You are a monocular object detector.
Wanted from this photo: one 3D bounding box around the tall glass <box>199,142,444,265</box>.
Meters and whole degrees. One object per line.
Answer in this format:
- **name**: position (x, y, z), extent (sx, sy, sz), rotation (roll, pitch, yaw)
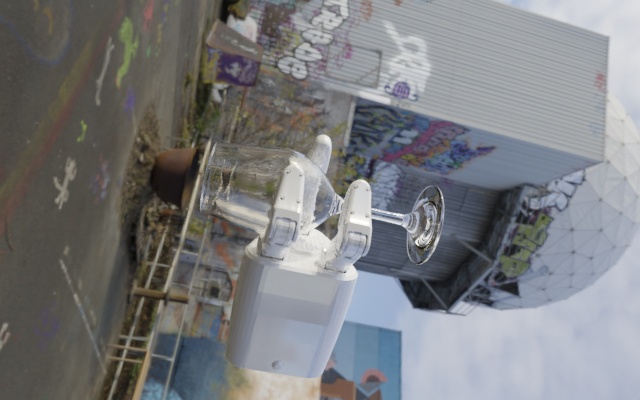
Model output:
- **tall glass**: position (0.001, 0.001, 0.421), extent (0.201, 0.079, 0.079), rotation (13, -2, -10)
